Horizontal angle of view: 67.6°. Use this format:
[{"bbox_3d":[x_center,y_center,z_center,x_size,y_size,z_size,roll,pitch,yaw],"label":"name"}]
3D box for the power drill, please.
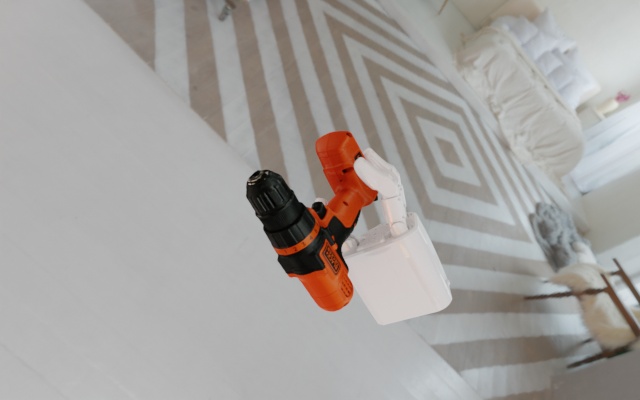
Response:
[{"bbox_3d":[0.000,0.002,0.541,0.057,0.184,0.187,-8,36,31],"label":"power drill"}]
